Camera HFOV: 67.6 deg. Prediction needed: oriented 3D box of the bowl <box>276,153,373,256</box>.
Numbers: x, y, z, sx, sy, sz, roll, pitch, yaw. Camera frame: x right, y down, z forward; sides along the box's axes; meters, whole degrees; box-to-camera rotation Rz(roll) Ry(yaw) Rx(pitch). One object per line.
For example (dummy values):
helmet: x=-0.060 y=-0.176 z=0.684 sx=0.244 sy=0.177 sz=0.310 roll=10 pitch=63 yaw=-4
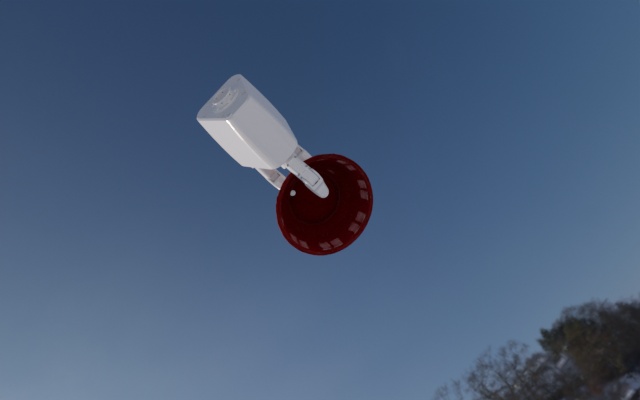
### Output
bowl: x=0.001 y=0.003 z=0.758 sx=0.162 sy=0.162 sz=0.055 roll=0 pitch=13 yaw=-22
